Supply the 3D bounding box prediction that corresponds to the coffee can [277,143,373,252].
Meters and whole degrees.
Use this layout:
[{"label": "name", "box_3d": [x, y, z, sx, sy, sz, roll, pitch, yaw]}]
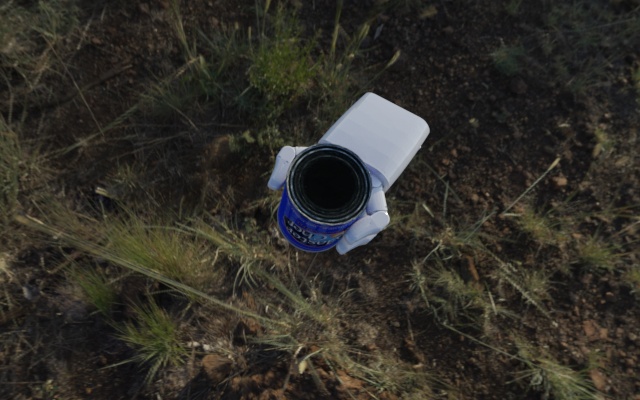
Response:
[{"label": "coffee can", "box_3d": [0.000, 0.002, 0.616, 0.103, 0.102, 0.140, 0, -18, -9]}]
